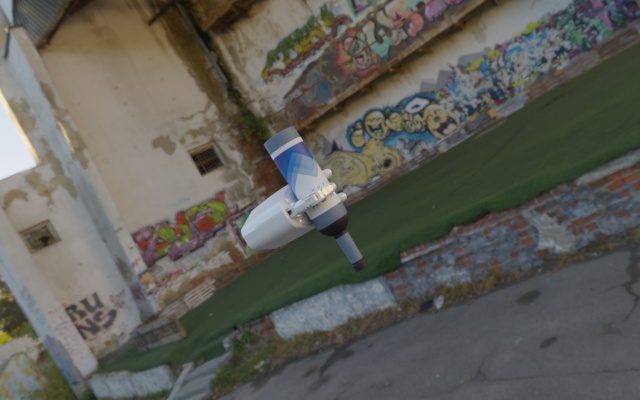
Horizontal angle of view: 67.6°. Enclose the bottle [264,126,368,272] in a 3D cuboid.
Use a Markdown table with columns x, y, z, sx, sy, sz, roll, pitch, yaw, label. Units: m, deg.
| x | y | z | sx | sy | sz | roll | pitch | yaw | label |
| --- | --- | --- | --- | --- | --- | --- | --- | --- | --- |
| 0.000 | 0.003 | 0.898 | 0.069 | 0.296 | 0.069 | -32 | 1 | 0 | bottle |
